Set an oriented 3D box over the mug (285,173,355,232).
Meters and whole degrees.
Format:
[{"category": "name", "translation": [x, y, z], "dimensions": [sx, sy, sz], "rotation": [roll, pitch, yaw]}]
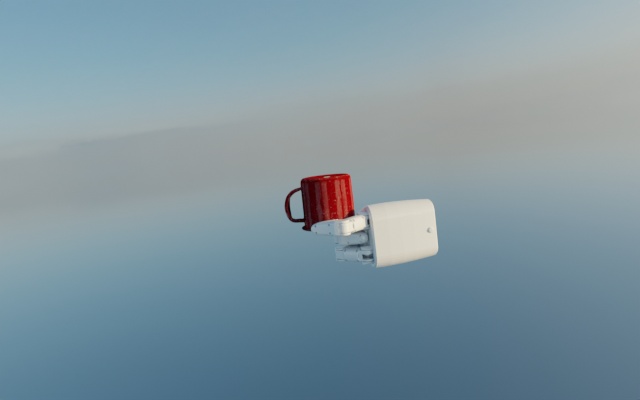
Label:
[{"category": "mug", "translation": [-0.001, 0.002, 0.763], "dimensions": [0.117, 0.081, 0.093], "rotation": [-8, 7, -10]}]
